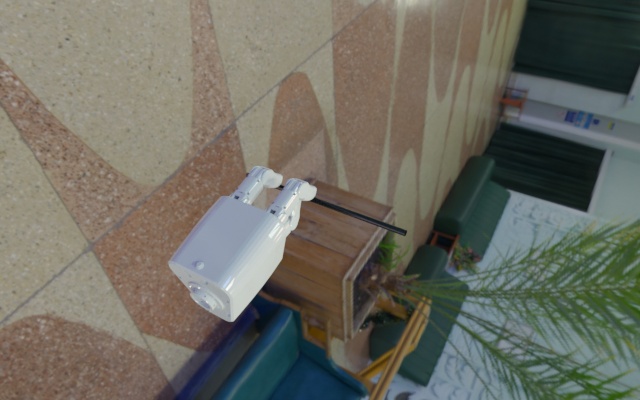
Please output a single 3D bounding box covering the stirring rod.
[{"bbox_3d":[0.000,0.002,0.627,0.239,0.011,0.011,20,8,24],"label":"stirring rod"}]
